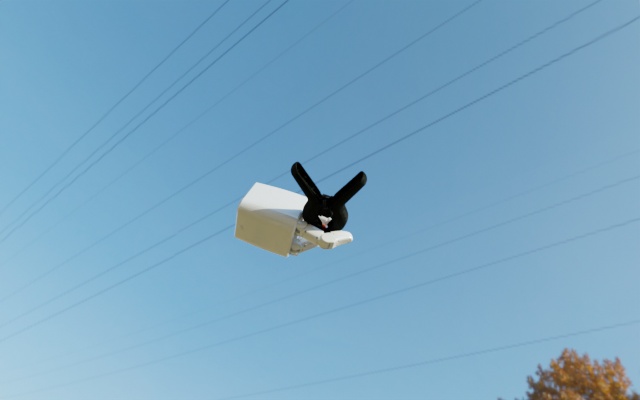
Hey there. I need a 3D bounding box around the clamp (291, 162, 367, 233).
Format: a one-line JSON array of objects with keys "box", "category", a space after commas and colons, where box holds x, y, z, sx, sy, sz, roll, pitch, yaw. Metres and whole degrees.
[{"box": [0.000, 0.002, 0.800, 0.120, 0.172, 0.039, 19, 43, 2], "category": "clamp"}]
